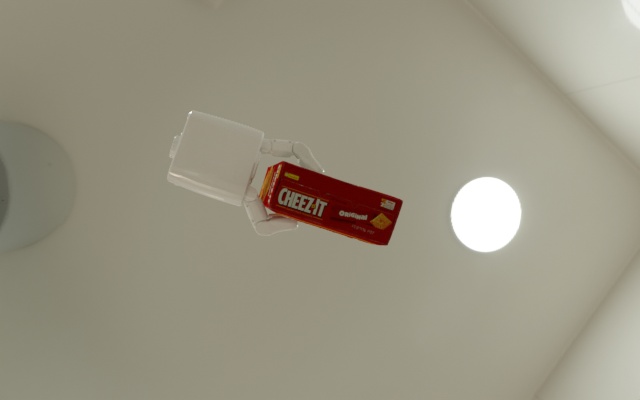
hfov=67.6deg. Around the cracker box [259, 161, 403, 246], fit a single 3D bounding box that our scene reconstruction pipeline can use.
[{"bbox_3d":[0.000,0.002,0.693,0.164,0.072,0.213,17,-1,-11],"label":"cracker box"}]
